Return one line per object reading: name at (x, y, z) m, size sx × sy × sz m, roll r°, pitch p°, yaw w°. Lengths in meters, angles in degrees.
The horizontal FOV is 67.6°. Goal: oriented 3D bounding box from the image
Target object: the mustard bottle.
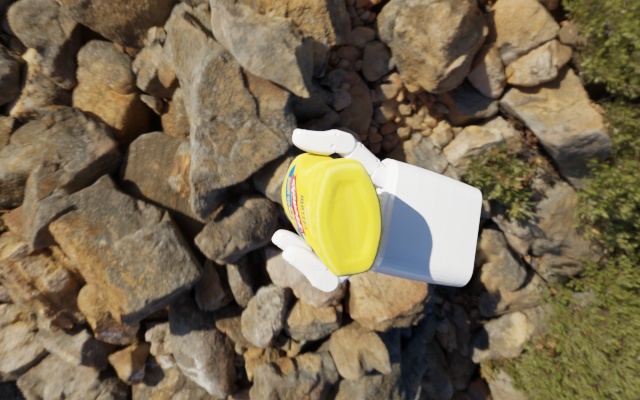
mustard bottle at (0.000, 0.002, 0.471) m, size 0.058 × 0.096 × 0.191 m, roll -10°, pitch 12°, yaw -13°
